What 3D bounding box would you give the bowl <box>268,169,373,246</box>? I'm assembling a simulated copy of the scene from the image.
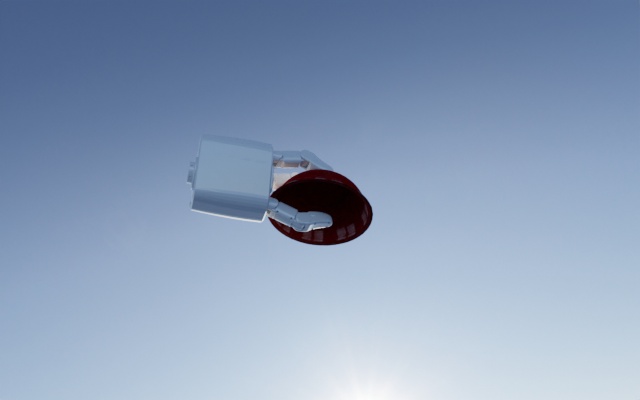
[{"bbox_3d":[0.001,0.003,0.736,0.162,0.055,0.162,4,-40,3],"label":"bowl"}]
